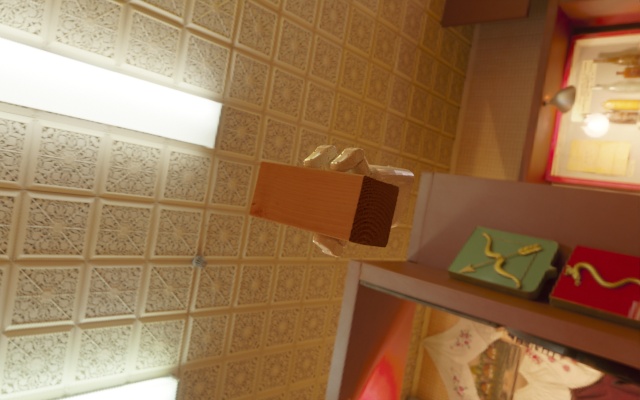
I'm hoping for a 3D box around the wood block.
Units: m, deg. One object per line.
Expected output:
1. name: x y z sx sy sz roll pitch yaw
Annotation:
1. wood block: 0.000 0.003 0.712 0.206 0.091 0.090 11 -2 42
